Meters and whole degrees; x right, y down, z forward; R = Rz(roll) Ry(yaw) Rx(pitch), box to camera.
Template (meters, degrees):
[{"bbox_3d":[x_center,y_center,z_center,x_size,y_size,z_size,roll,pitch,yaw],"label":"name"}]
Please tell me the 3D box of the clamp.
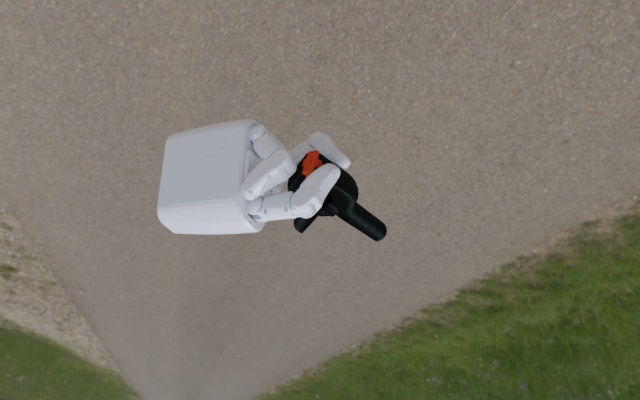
[{"bbox_3d":[0.000,0.002,0.555,0.120,0.039,0.172,-5,-34,22],"label":"clamp"}]
